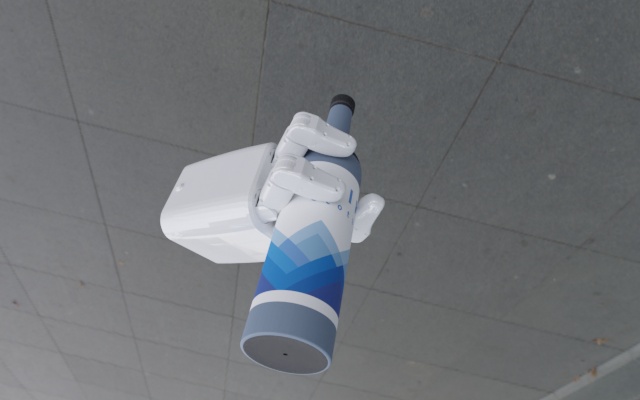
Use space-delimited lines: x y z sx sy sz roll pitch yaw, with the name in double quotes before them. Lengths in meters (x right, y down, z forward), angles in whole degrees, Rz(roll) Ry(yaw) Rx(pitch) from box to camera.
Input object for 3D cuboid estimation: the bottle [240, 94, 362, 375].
"bottle" 0.000 0.002 0.434 0.069 0.295 0.069 7 -41 6
